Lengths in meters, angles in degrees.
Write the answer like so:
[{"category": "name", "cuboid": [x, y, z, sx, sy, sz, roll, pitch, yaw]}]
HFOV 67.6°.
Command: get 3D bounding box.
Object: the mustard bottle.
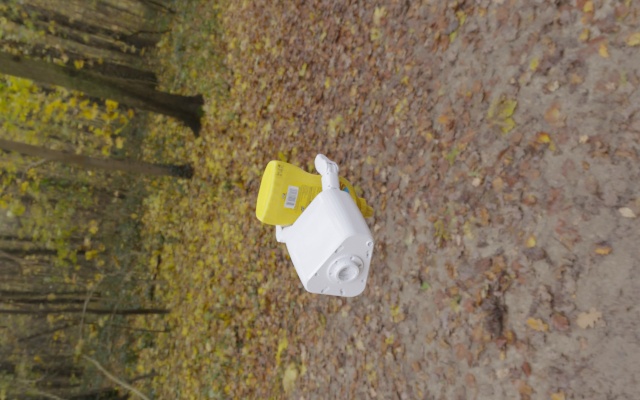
[{"category": "mustard bottle", "cuboid": [0.000, 0.002, 0.759, 0.191, 0.096, 0.058, 12, 3, -25]}]
